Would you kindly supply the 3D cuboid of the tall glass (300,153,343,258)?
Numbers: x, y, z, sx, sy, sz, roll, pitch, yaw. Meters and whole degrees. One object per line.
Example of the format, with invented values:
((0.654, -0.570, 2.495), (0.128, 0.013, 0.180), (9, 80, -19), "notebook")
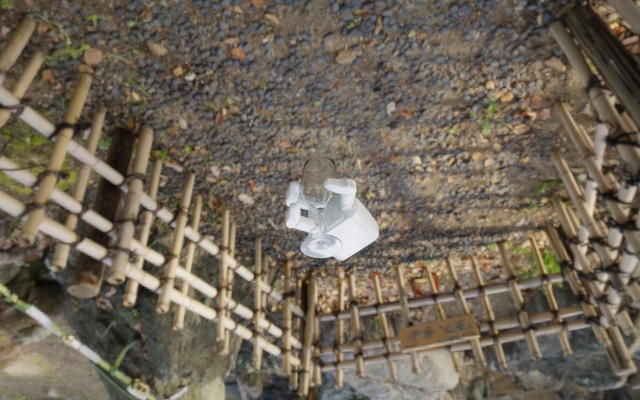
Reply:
((0.000, 0.003, 0.893), (0.079, 0.200, 0.079), (-1, -38, -1), "tall glass")
